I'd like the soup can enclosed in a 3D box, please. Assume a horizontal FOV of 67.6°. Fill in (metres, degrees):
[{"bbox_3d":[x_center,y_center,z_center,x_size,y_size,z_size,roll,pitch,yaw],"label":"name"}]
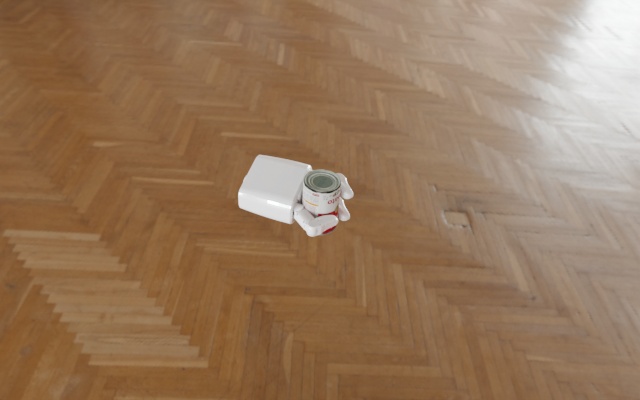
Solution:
[{"bbox_3d":[0.001,0.003,0.863,0.068,0.102,0.068,3,40,-3],"label":"soup can"}]
